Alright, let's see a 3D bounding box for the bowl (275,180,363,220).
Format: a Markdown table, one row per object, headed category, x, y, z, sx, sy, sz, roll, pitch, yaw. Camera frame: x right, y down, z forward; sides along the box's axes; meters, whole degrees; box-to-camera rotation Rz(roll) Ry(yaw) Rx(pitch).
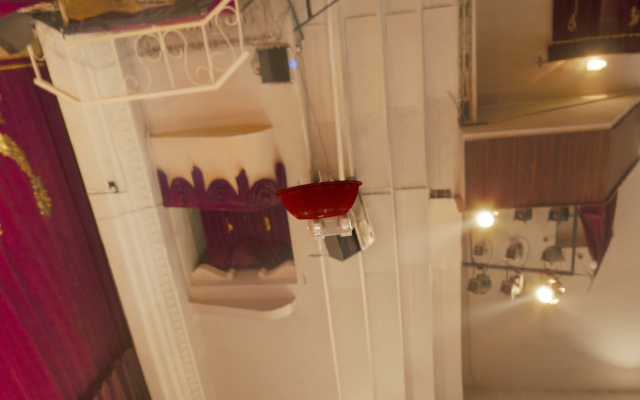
| category | x | y | z | sx | sy | sz | roll | pitch | yaw |
| --- | --- | --- | --- | --- | --- | --- | --- | --- | --- |
| bowl | 0.000 | 0.003 | 0.877 | 0.162 | 0.055 | 0.162 | -7 | -6 | -1 |
